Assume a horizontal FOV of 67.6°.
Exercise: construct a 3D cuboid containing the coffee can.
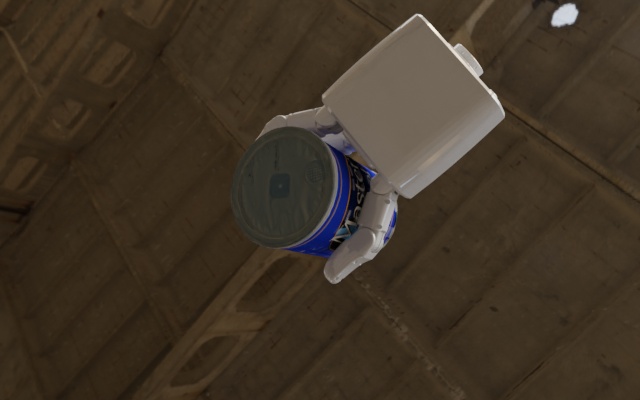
[{"bbox_3d":[0.000,0.002,0.449,0.103,0.103,0.140,0,-11,30],"label":"coffee can"}]
